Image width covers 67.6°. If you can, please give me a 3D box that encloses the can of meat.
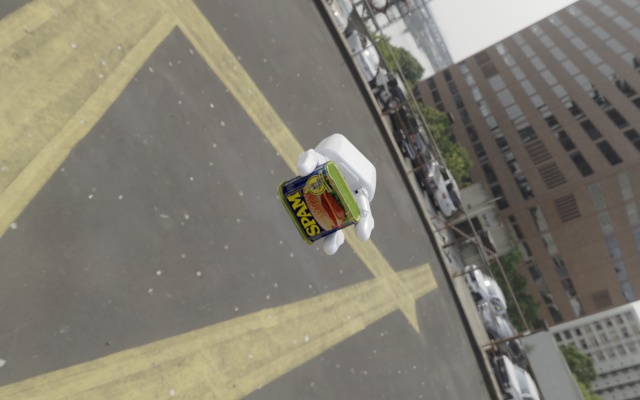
[{"bbox_3d":[0.000,0.002,0.694,0.084,0.102,0.057,-25,13,19],"label":"can of meat"}]
